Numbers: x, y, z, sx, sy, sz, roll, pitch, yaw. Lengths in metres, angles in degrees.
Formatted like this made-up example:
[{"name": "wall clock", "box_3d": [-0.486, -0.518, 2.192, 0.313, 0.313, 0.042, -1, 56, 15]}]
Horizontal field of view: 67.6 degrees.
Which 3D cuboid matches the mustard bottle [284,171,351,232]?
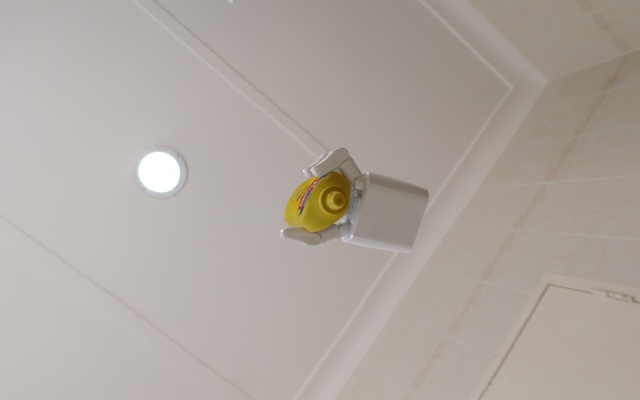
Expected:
[{"name": "mustard bottle", "box_3d": [0.000, 0.002, 0.721, 0.058, 0.096, 0.191, 38, -11, -12]}]
